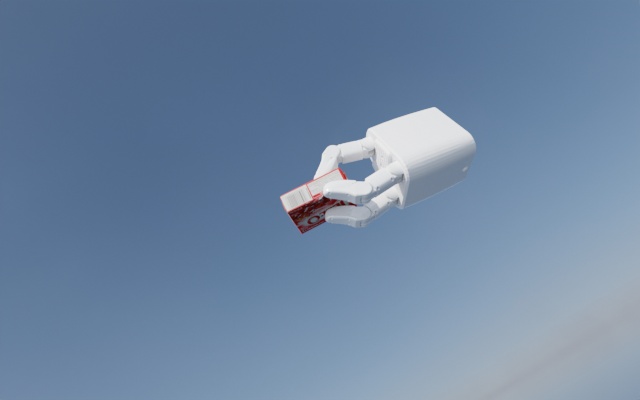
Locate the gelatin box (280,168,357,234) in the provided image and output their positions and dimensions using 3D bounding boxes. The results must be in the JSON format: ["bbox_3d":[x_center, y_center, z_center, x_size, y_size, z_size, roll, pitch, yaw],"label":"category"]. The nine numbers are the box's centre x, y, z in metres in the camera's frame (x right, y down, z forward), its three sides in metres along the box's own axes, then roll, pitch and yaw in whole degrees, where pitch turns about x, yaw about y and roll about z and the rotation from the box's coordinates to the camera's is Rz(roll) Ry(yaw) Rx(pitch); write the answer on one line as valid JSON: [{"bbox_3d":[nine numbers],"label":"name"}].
[{"bbox_3d":[0.000,0.002,0.637,0.089,0.030,0.073,-26,-29,1],"label":"gelatin box"}]
